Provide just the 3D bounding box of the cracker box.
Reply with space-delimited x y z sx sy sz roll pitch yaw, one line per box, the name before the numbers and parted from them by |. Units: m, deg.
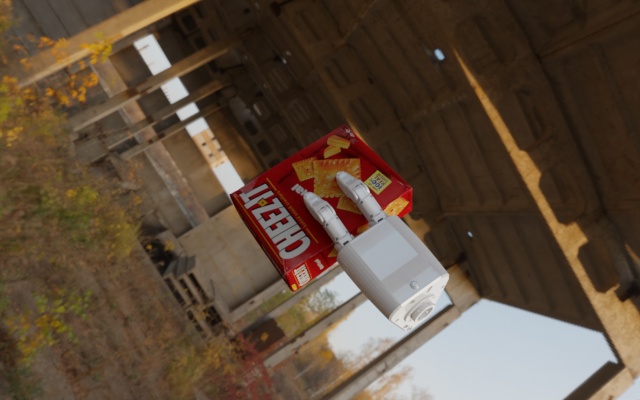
cracker box | 0.000 0.002 0.698 0.213 0.164 0.072 -33 -32 -12
